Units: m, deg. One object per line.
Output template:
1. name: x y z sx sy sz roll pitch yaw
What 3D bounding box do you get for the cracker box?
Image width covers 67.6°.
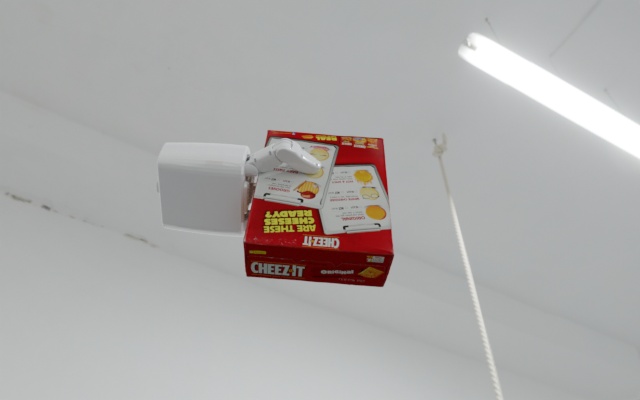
1. cracker box: 0.000 0.002 0.604 0.164 0.072 0.213 4 43 -1
